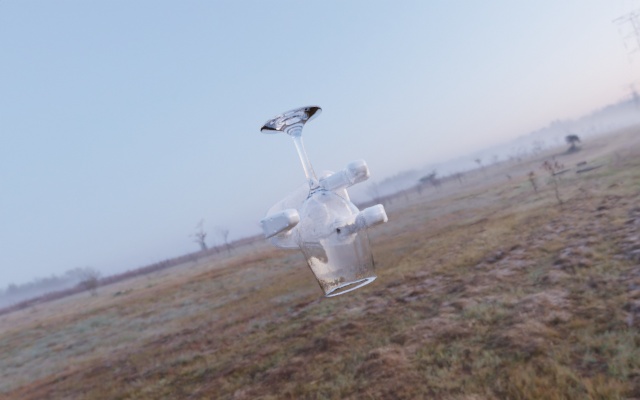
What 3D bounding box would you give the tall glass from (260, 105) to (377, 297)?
[{"bbox_3d":[0.000,0.001,0.533,0.079,0.201,0.079,-20,-5,-2],"label":"tall glass"}]
